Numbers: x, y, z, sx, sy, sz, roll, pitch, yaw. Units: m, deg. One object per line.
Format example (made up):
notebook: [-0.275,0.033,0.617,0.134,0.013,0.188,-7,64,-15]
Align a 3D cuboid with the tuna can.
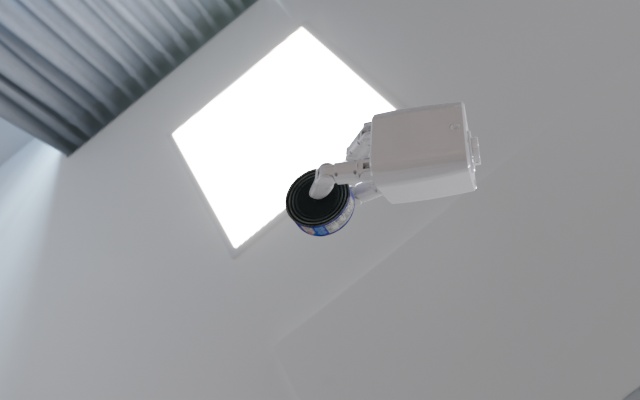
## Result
tuna can: [0.000,0.002,0.614,0.086,0.086,0.034,0,-29,21]
